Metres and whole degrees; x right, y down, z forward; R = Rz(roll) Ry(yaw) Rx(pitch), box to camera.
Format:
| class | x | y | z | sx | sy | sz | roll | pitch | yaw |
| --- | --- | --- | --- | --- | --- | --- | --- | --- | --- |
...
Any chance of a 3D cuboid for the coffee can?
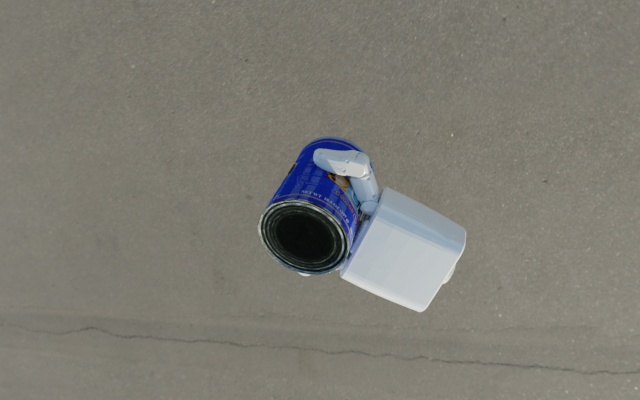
| class | x | y | z | sx | sy | sz | roll | pitch | yaw |
| --- | --- | --- | --- | --- | --- | --- | --- | --- | --- |
| coffee can | 0.000 | 0.002 | 0.559 | 0.103 | 0.103 | 0.140 | 0 | 35 | 20 |
